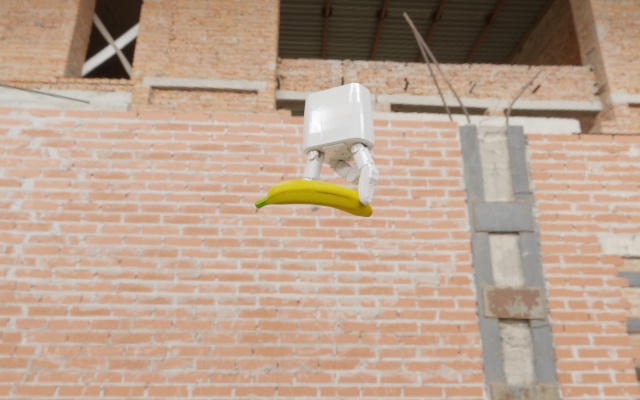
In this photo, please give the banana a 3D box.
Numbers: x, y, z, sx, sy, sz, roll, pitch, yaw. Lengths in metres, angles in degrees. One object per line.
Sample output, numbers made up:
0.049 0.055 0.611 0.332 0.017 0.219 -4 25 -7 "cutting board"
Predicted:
0.004 -0.003 0.731 0.198 0.037 0.070 7 -20 -21 "banana"
